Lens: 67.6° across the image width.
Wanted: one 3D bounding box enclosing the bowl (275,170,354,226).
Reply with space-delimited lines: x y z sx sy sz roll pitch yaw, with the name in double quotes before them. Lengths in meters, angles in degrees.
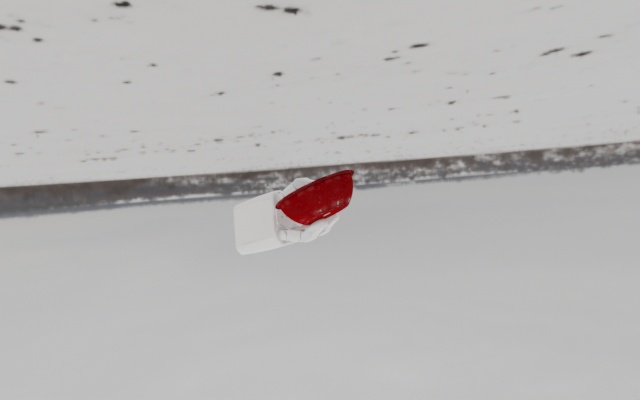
"bowl" 0.001 0.003 0.883 0.162 0.055 0.162 -25 -9 -4
